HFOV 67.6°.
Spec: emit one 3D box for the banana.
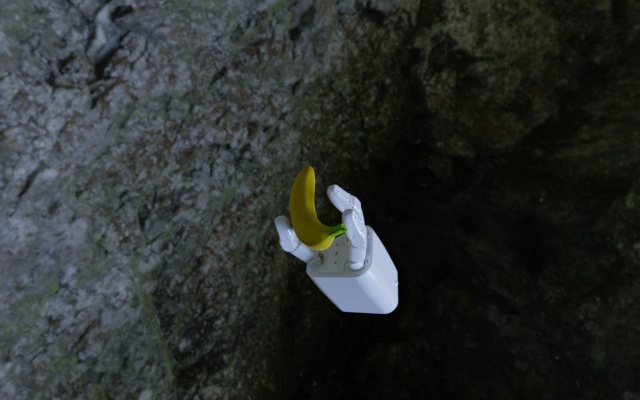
[{"bbox_3d":[-0.014,0.015,0.680,0.069,0.037,0.197,-38,33,6],"label":"banana"}]
